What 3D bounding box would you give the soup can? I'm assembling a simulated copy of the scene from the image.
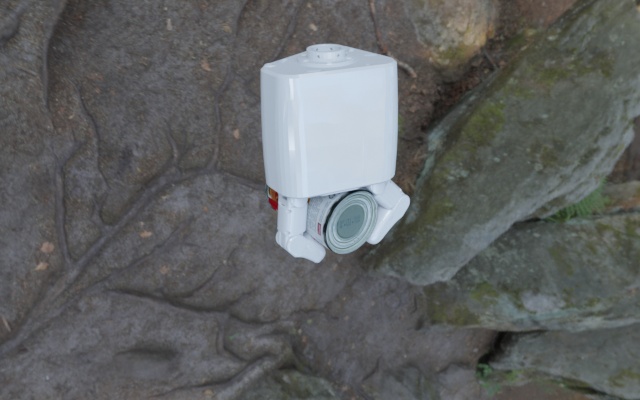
[{"bbox_3d":[0.000,0.002,0.479,0.068,0.068,0.102,0,22,-41],"label":"soup can"}]
